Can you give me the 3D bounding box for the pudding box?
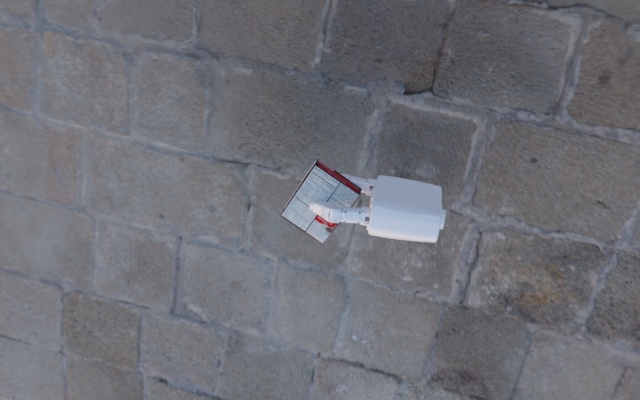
[{"bbox_3d":[0.000,0.003,0.782,0.090,0.113,0.039,35,19,-3],"label":"pudding box"}]
